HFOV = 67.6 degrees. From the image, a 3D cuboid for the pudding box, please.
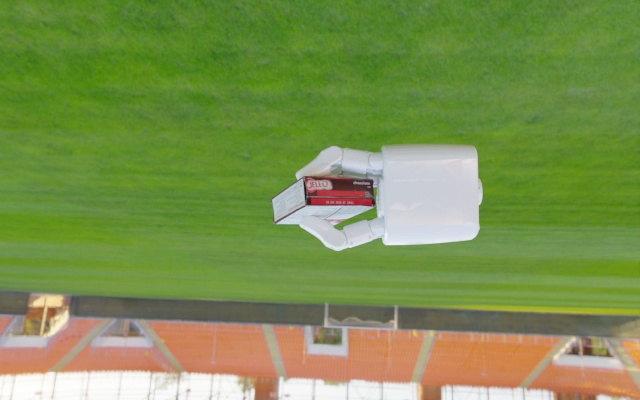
[{"bbox_3d":[0.000,0.002,0.578,0.090,0.039,0.113,2,-16,-25],"label":"pudding box"}]
